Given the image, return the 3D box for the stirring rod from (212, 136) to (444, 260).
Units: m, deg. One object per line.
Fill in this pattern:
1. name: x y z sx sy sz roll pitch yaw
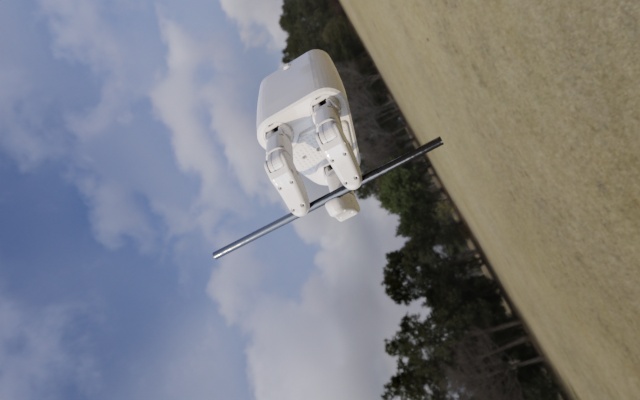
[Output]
1. stirring rod: 0.000 0.001 0.438 0.239 0.011 0.011 -27 -7 15
